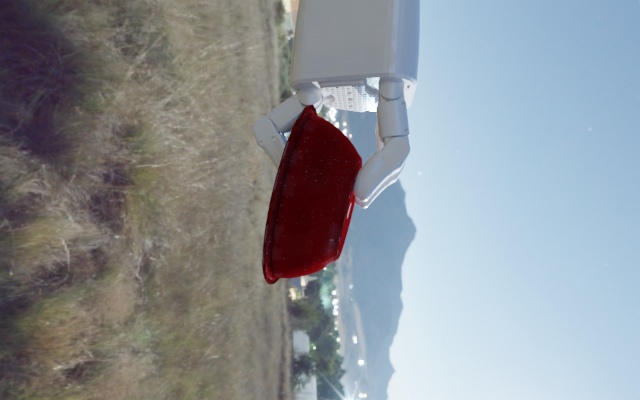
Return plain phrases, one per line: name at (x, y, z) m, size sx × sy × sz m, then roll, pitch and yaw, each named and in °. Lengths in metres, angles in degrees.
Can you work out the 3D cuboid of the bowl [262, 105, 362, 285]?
bowl at (0.000, 0.003, 0.421) m, size 0.055 × 0.162 × 0.162 m, roll 14°, pitch 2°, yaw 7°
